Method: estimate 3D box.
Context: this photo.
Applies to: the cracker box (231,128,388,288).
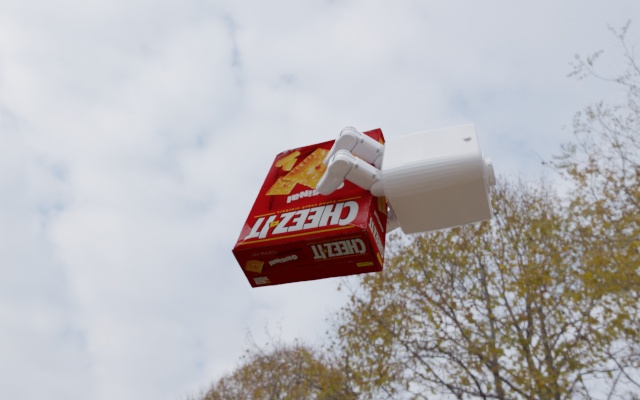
[{"bbox_3d":[0.000,0.002,0.606,0.164,0.072,0.213,-11,33,20],"label":"cracker box"}]
